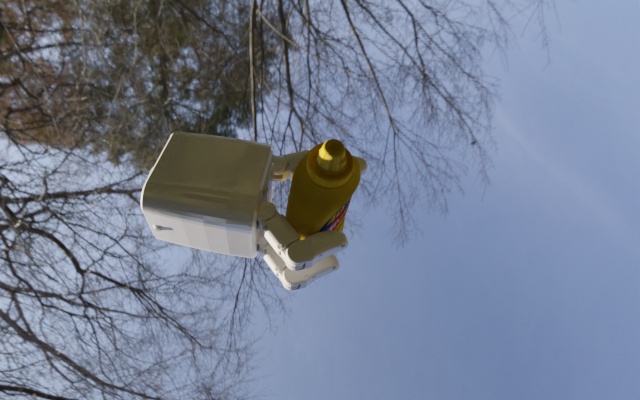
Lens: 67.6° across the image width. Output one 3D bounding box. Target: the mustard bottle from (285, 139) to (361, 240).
[{"bbox_3d":[0.000,0.002,0.475,0.058,0.096,0.192,31,-28,10],"label":"mustard bottle"}]
